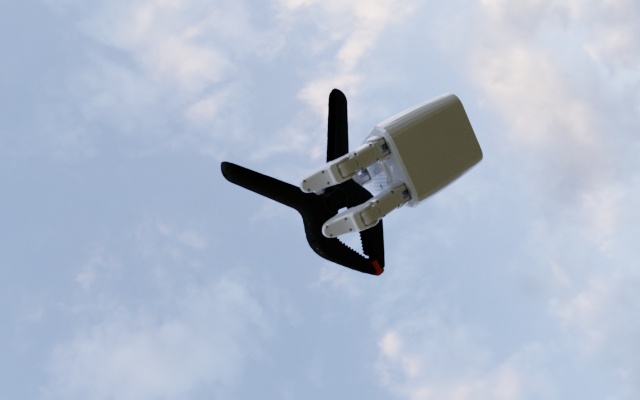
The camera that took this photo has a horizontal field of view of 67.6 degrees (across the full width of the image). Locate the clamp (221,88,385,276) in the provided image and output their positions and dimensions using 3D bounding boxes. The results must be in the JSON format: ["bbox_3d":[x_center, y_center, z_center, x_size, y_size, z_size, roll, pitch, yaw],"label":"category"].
[{"bbox_3d":[0.000,0.002,0.528,0.164,0.210,0.036,-30,10,-19],"label":"clamp"}]
